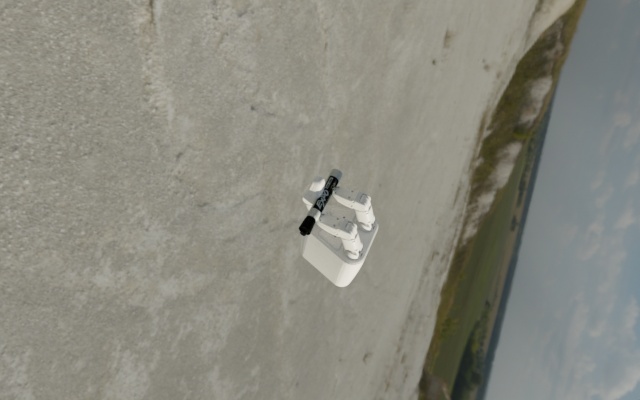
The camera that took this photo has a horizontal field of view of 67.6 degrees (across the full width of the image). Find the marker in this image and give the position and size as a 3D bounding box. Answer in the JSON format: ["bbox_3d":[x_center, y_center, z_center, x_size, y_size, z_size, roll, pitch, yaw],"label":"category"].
[{"bbox_3d":[0.000,0.002,0.698,0.020,0.121,0.020,21,-32,14],"label":"marker"}]
